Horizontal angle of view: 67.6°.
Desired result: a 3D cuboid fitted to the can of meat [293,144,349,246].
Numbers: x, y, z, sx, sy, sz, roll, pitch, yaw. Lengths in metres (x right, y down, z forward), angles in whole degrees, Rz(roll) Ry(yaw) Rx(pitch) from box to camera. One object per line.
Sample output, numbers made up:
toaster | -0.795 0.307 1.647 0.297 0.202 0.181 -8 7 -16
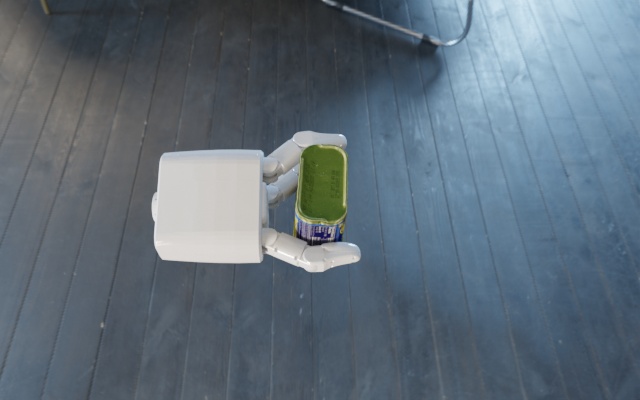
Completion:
can of meat | 0.000 0.002 0.516 0.057 0.102 0.084 3 -32 -1
